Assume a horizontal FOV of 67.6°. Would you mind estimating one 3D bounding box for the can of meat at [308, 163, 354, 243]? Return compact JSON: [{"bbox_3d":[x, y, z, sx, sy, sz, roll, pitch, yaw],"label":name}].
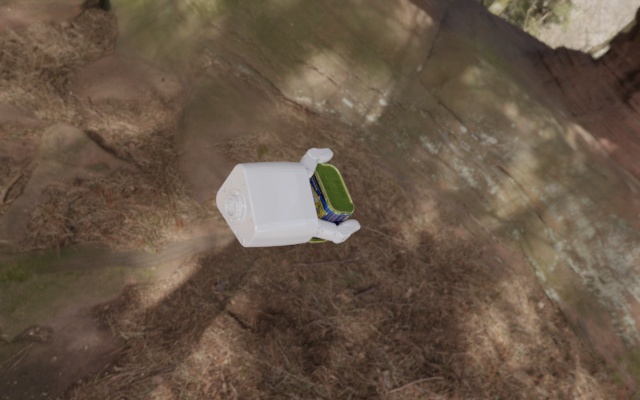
[{"bbox_3d":[0.000,0.002,0.762,0.057,0.102,0.084,1,-35,-39],"label":"can of meat"}]
